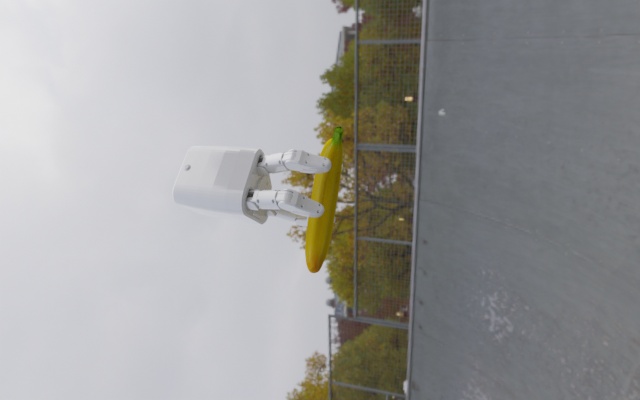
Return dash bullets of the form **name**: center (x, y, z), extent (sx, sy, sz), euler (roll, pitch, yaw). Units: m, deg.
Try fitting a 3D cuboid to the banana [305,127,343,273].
- **banana**: center (0.003, 0.000, 0.662), extent (0.037, 0.198, 0.069), euler (8, -3, 9)
